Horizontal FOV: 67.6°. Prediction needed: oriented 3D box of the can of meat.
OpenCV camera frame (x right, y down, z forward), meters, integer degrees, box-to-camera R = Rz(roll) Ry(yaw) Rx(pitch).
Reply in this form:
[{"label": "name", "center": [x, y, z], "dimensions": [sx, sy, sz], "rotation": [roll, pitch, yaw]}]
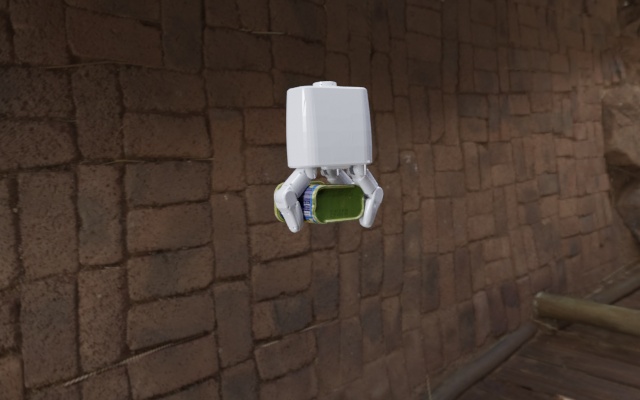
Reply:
[{"label": "can of meat", "center": [0.000, 0.002, 0.677], "dimensions": [0.102, 0.057, 0.084], "rotation": [-4, 5, -42]}]
